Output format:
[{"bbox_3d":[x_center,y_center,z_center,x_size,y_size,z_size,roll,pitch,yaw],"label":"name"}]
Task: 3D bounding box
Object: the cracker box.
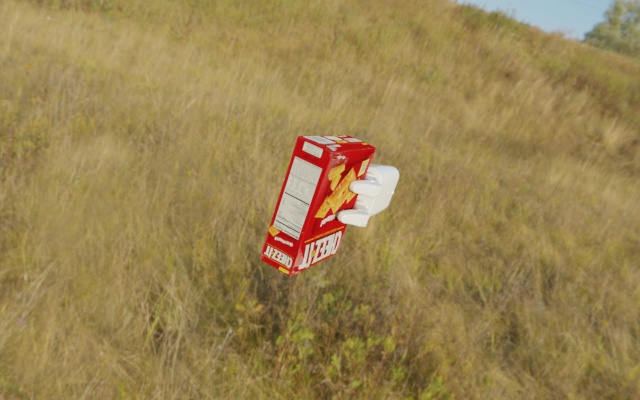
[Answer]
[{"bbox_3d":[0.000,0.002,0.787,0.072,0.214,0.164,27,19,24],"label":"cracker box"}]
